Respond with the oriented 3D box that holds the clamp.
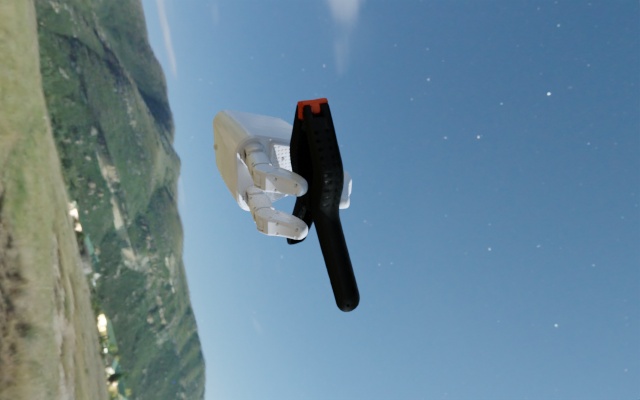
[{"bbox_3d":[0.001,0.001,0.501,0.036,0.210,0.164,-13,34,-22],"label":"clamp"}]
